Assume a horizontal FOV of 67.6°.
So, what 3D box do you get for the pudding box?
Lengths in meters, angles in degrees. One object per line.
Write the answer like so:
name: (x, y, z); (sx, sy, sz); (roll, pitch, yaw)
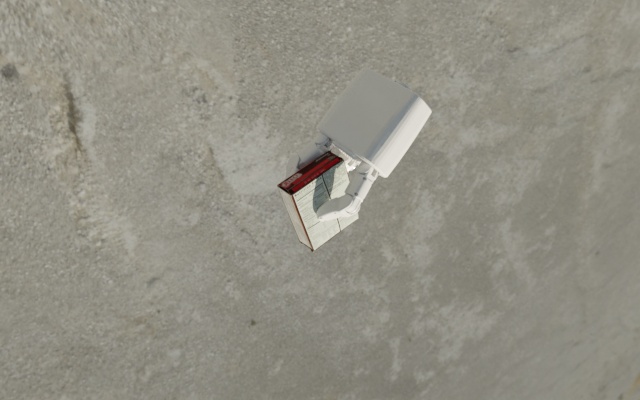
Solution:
pudding box: (0.000, 0.002, 0.652); (0.090, 0.114, 0.039); (-34, 40, -19)
